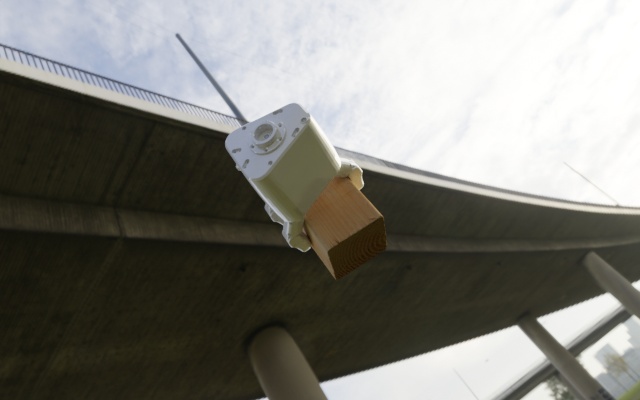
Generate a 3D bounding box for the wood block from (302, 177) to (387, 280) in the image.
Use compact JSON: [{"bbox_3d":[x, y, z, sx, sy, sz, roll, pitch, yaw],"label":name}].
[{"bbox_3d":[0.000,0.002,0.709,0.091,0.206,0.090,-31,-36,-11],"label":"wood block"}]
